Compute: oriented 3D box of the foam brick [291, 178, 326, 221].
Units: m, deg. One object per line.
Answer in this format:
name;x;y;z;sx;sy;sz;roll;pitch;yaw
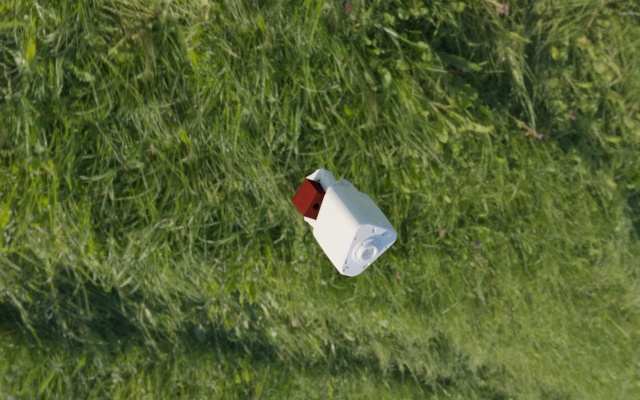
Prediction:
foam brick;0.000;0.003;0.847;0.078;0.053;0.051;18;22;-37
